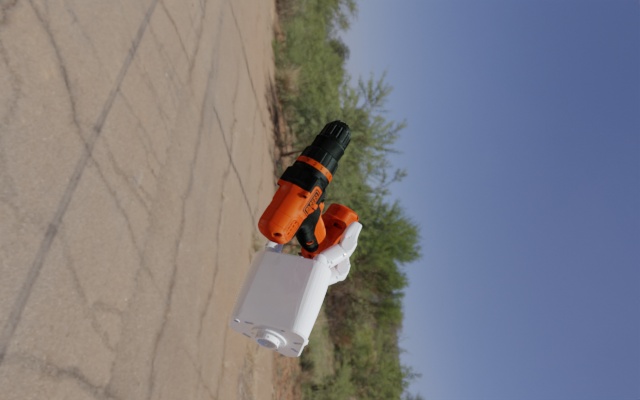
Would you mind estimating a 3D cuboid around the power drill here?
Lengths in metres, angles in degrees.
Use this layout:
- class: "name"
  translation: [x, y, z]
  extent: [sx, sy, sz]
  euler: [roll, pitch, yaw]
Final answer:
- class: "power drill"
  translation: [0.000, 0.003, 0.672]
  extent: [0.057, 0.184, 0.188]
  euler: [26, -17, 28]
